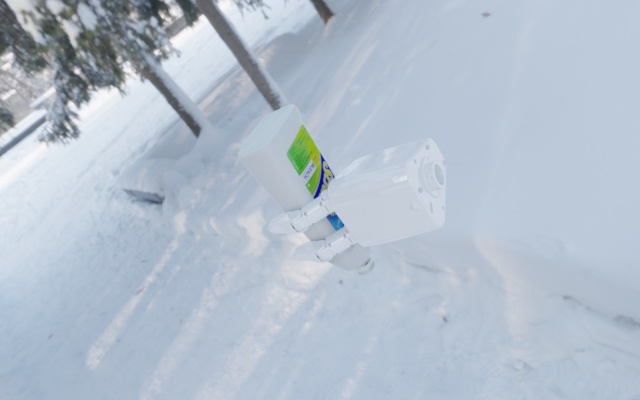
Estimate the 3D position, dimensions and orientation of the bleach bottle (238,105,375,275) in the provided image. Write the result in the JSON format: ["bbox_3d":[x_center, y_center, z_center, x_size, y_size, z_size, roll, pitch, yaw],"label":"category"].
[{"bbox_3d":[0.000,0.002,0.639,0.068,0.251,0.102,-17,33,35],"label":"bleach bottle"}]
